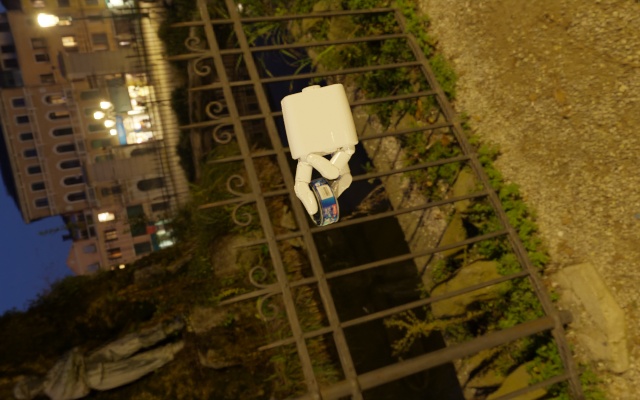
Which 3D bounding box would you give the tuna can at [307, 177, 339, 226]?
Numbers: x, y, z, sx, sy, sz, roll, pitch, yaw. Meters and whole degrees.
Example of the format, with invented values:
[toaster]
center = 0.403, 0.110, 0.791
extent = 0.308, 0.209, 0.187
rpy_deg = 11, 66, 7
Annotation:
[tuna can]
center = 0.000, 0.003, 0.865
extent = 0.034, 0.086, 0.086
rpy_deg = -17, 6, -19
